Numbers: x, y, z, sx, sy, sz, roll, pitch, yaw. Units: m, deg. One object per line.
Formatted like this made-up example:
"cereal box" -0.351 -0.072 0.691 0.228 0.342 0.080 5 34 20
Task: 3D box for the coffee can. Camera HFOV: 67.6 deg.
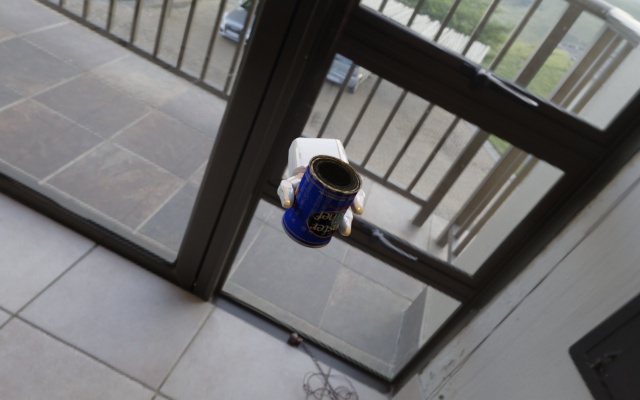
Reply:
"coffee can" 0.000 0.003 0.867 0.103 0.140 0.102 18 36 -14
